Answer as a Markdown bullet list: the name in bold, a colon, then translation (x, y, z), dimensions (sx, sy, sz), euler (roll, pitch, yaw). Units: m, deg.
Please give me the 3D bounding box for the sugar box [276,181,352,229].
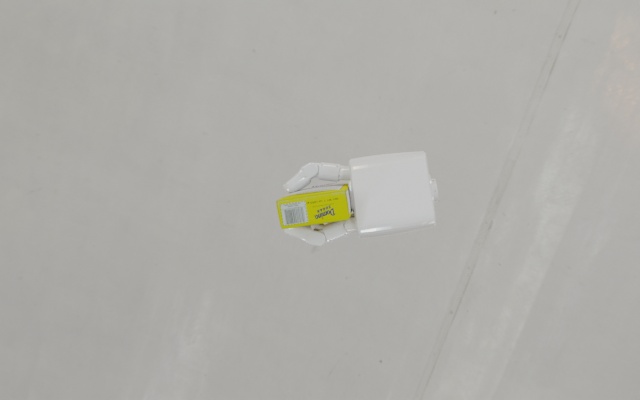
- **sugar box**: translation (0.000, 0.003, 0.695), dimensions (0.093, 0.048, 0.176), euler (-8, 3, 8)
